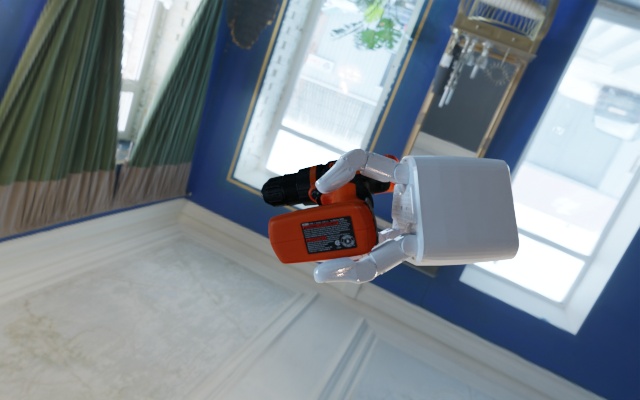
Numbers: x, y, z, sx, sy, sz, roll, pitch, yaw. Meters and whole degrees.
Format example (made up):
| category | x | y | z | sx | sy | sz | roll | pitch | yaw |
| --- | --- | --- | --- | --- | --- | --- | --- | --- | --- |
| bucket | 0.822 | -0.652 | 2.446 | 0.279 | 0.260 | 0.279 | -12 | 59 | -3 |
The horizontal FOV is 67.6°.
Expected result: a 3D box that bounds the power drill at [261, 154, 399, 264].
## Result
| category | x | y | z | sx | sy | sz | roll | pitch | yaw |
| --- | --- | --- | --- | --- | --- | --- | --- | --- | --- |
| power drill | 0.000 | 0.002 | 0.547 | 0.184 | 0.057 | 0.187 | -11 | 21 | 14 |
